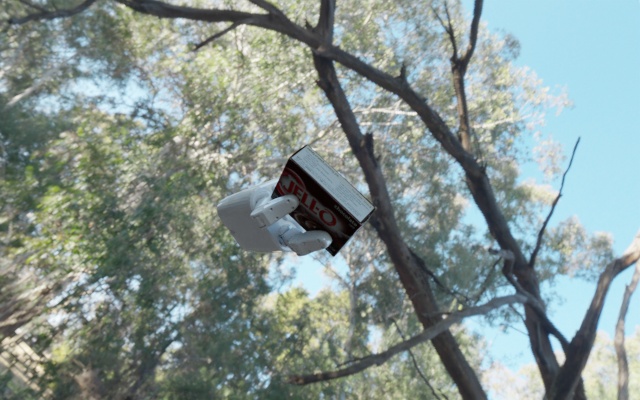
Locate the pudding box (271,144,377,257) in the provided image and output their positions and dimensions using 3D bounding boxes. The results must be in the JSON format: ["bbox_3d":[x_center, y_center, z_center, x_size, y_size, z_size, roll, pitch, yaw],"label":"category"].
[{"bbox_3d":[0.000,0.002,0.564,0.039,0.113,0.090,-45,-7,-34],"label":"pudding box"}]
